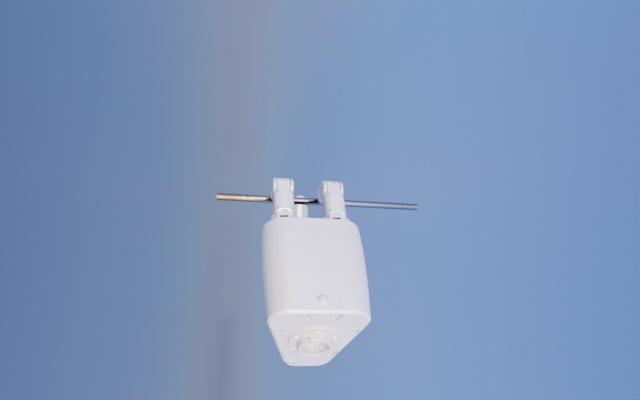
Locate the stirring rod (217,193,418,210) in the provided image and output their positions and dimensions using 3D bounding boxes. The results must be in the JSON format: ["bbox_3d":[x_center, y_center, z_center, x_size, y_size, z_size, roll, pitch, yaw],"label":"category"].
[{"bbox_3d":[0.000,0.002,0.567,0.239,0.011,0.011,3,-1,-11],"label":"stirring rod"}]
